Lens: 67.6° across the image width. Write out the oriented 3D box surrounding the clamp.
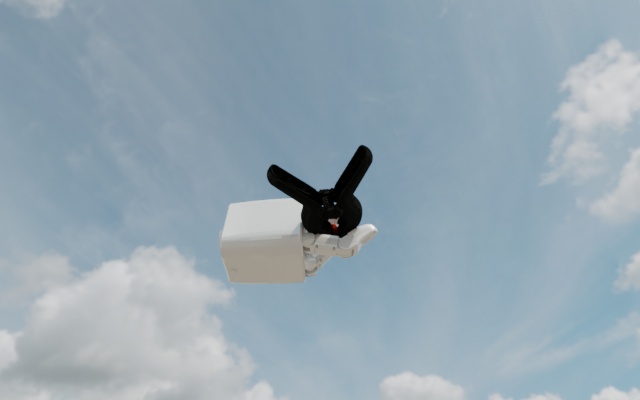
[{"bbox_3d":[0.000,0.002,0.589,0.120,0.039,0.172,-2,-41,0],"label":"clamp"}]
